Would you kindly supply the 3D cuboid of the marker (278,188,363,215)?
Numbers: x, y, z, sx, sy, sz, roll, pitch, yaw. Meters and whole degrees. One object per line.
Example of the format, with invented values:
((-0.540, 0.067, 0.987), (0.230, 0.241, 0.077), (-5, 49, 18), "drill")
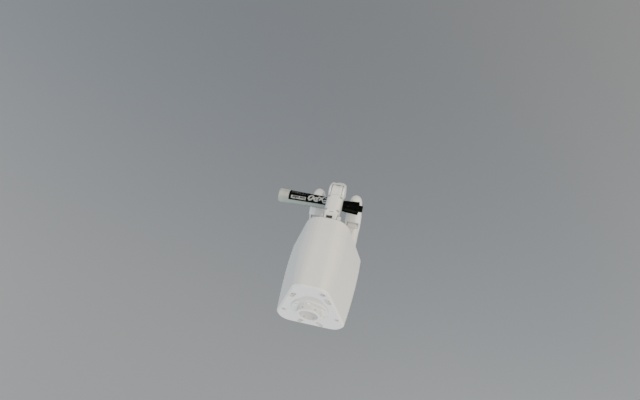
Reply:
((0.000, 0.002, 0.679), (0.121, 0.020, 0.020), (10, 1, 8), "marker")
